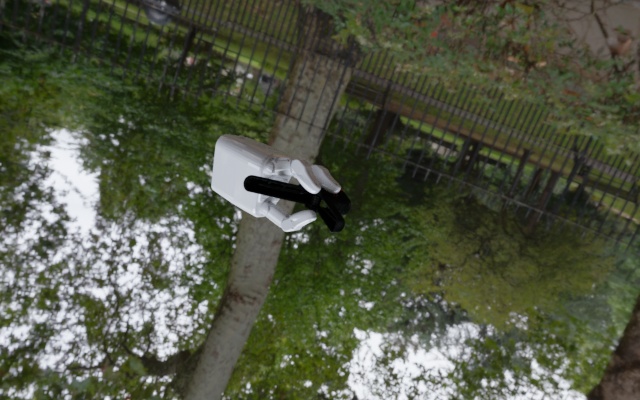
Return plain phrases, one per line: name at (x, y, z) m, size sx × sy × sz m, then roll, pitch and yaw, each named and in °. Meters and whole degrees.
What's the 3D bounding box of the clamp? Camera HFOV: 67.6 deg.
clamp at (0.000, 0.003, 0.750) m, size 0.164 × 0.036 × 0.210 m, roll 28°, pitch 14°, yaw 25°
